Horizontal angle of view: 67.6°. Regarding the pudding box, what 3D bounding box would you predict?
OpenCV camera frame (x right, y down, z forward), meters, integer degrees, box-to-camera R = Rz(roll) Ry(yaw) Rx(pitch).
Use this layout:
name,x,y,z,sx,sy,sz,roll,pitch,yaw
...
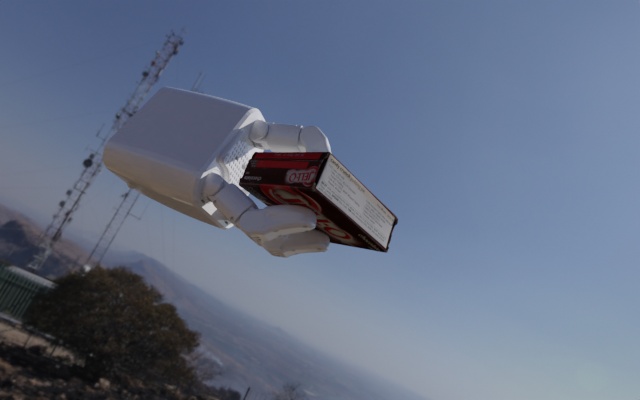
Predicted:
name,x,y,z,sx,sy,sz,roll,pitch,yaw
pudding box,0.000,0.001,0.409,0.090,0.039,0.113,7,-22,44
